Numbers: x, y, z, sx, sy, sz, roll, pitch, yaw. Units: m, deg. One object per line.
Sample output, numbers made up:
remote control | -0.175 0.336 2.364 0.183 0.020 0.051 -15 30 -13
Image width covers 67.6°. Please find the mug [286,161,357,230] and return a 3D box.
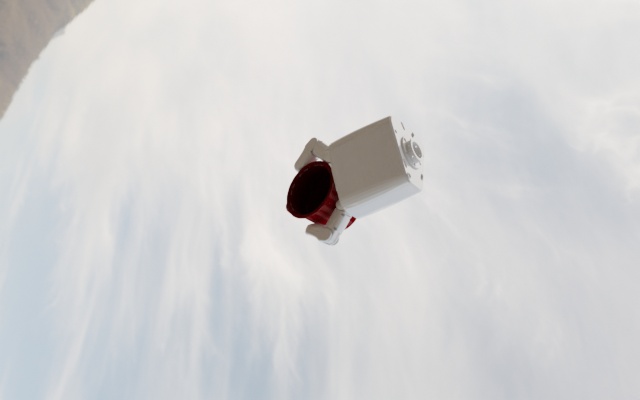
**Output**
mug | -0.001 0.003 0.734 0.117 0.093 0.081 -24 -38 34
